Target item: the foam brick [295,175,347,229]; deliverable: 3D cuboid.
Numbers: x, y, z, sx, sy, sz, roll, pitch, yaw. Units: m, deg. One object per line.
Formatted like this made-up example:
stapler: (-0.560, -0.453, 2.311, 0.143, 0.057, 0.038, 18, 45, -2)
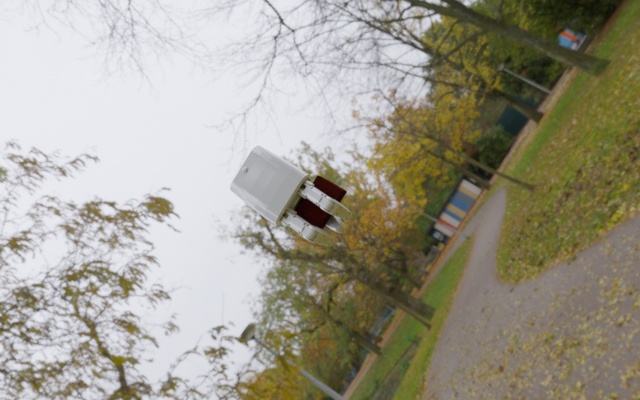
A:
foam brick: (0.000, 0.002, 0.812, 0.051, 0.078, 0.053, 34, 5, 10)
